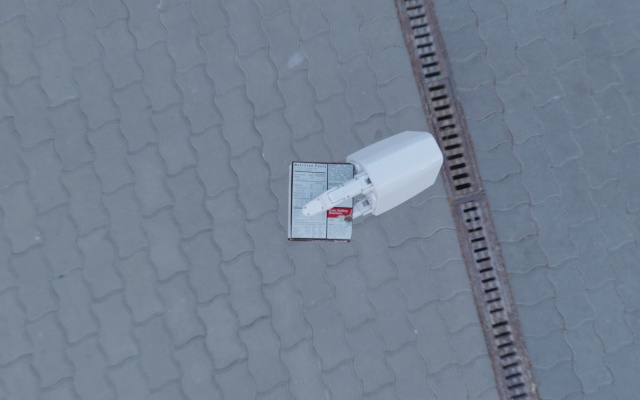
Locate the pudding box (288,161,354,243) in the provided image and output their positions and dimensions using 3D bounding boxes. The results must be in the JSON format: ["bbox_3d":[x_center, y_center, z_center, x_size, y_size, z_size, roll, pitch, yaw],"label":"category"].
[{"bbox_3d":[0.000,0.002,0.674,0.090,0.113,0.039,2,-7,-7],"label":"pudding box"}]
